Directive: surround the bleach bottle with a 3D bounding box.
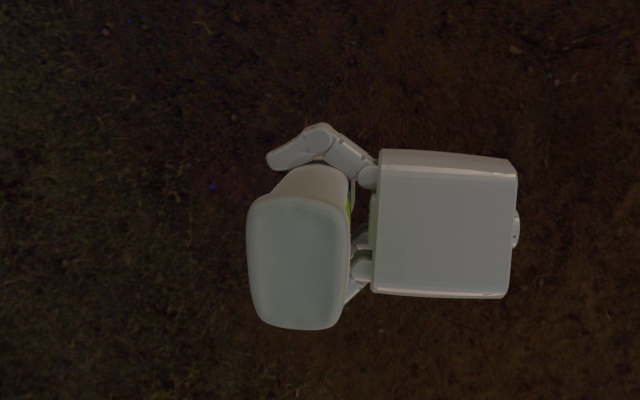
[{"bbox_3d":[0.000,0.001,0.423,0.068,0.103,0.250,3,21,7],"label":"bleach bottle"}]
